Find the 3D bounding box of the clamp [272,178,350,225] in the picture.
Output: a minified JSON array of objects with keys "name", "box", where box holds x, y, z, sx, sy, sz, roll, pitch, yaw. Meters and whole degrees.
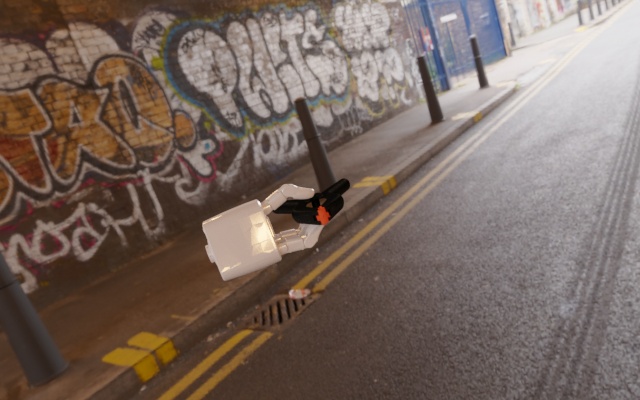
[{"name":"clamp","box":[0.000,0.002,0.874,0.164,0.036,0.210,-21,13,-10]}]
